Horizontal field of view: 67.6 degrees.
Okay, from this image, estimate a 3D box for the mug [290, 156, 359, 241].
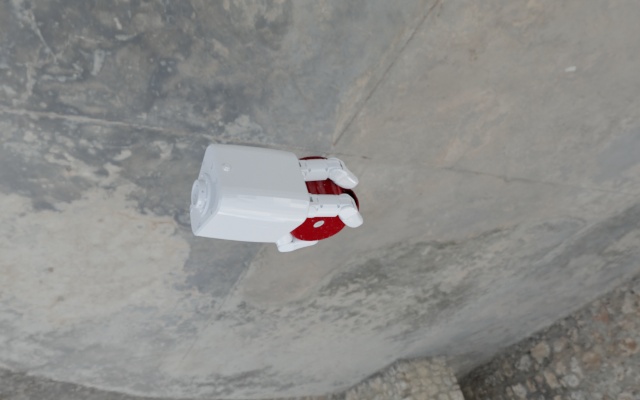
[{"bbox_3d":[0.001,0.002,0.648,0.117,0.081,0.093,5,-40,-29],"label":"mug"}]
